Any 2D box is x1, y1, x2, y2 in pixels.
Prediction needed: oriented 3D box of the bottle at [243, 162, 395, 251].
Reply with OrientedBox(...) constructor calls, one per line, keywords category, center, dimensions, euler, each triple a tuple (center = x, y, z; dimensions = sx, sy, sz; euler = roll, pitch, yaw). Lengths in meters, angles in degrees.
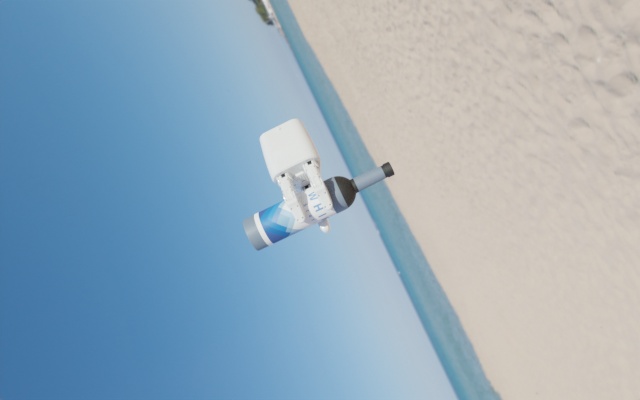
OrientedBox(category="bottle", center=(0.000, 0.003, 0.899), dimensions=(0.296, 0.069, 0.069), euler=(-26, -2, 5))
